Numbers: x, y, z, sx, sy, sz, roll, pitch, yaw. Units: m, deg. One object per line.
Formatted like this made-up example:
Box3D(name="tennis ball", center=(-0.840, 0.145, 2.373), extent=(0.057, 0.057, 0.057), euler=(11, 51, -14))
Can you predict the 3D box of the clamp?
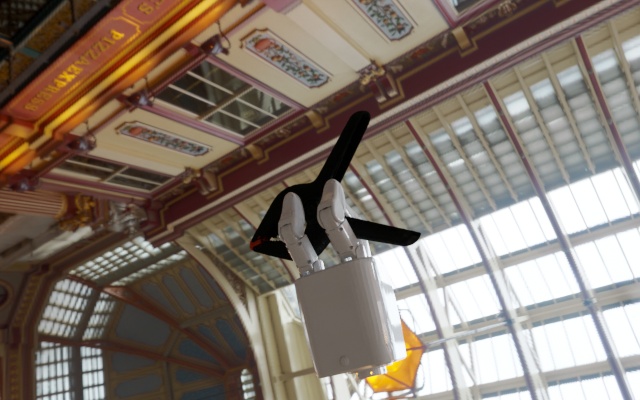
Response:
Box3D(name="clamp", center=(0.000, 0.002, 0.556), extent=(0.210, 0.164, 0.036), euler=(-23, -23, 28))
